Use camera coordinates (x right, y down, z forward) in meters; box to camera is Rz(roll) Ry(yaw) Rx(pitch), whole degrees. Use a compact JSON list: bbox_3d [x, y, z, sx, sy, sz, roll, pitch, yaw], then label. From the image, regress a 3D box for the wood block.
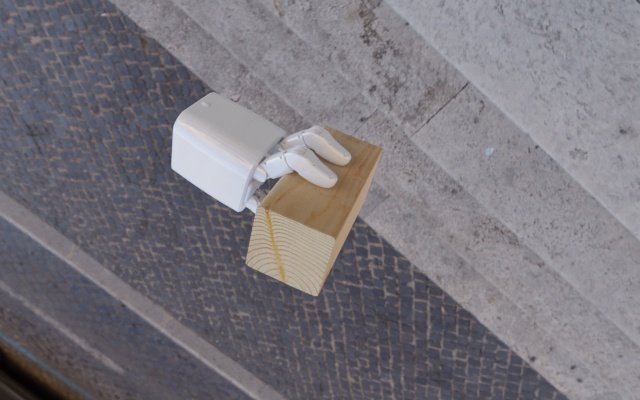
[{"bbox_3d":[0.000,0.002,0.580,0.090,0.091,0.206,23,37,8],"label":"wood block"}]
